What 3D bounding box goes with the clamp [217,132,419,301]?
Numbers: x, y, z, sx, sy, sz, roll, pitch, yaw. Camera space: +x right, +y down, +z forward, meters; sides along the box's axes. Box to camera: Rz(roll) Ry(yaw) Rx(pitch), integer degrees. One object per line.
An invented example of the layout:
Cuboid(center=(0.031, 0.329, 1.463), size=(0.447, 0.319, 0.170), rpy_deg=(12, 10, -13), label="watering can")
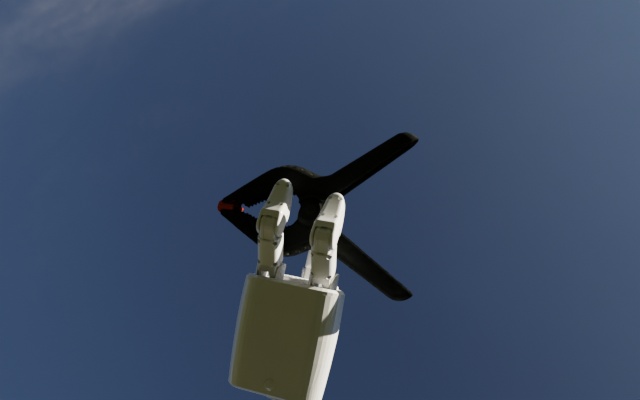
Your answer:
Cuboid(center=(0.000, 0.002, 0.486), size=(0.210, 0.164, 0.036), rpy_deg=(9, -10, 15), label="clamp")
